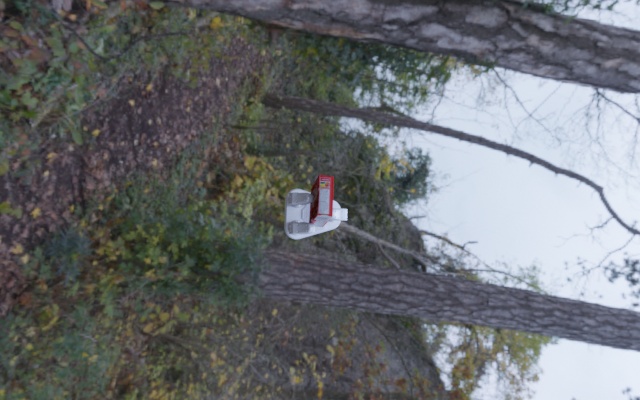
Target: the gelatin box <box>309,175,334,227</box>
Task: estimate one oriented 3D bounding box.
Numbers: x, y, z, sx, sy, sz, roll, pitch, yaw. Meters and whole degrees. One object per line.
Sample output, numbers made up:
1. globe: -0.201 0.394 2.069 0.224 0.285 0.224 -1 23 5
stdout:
1. gelatin box: 0.001 0.003 0.849 0.030 0.073 0.089 6 -16 -10
